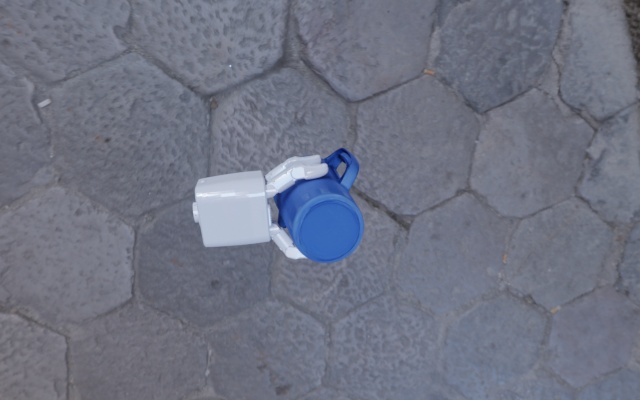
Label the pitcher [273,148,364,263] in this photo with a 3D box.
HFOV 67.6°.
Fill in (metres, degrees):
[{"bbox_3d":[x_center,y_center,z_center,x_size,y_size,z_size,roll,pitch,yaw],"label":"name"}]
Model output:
[{"bbox_3d":[0.000,0.003,0.797,0.145,0.149,0.242,-5,16,-8],"label":"pitcher"}]
